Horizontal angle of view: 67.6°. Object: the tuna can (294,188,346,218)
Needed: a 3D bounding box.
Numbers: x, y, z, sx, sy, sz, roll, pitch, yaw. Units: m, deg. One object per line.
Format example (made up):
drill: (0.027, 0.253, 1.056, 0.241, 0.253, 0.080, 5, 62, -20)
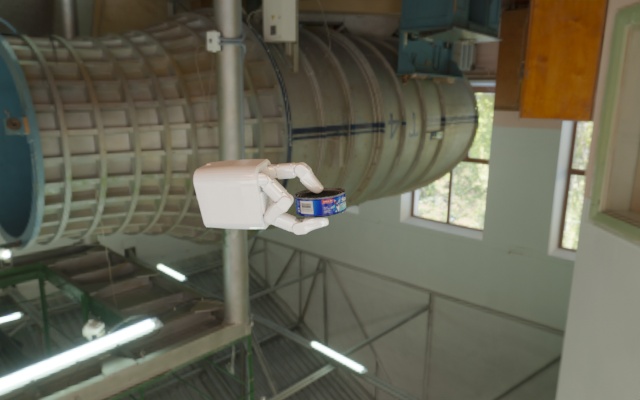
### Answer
tuna can: (0.000, 0.003, 0.801, 0.086, 0.034, 0.086, -5, 11, 1)
